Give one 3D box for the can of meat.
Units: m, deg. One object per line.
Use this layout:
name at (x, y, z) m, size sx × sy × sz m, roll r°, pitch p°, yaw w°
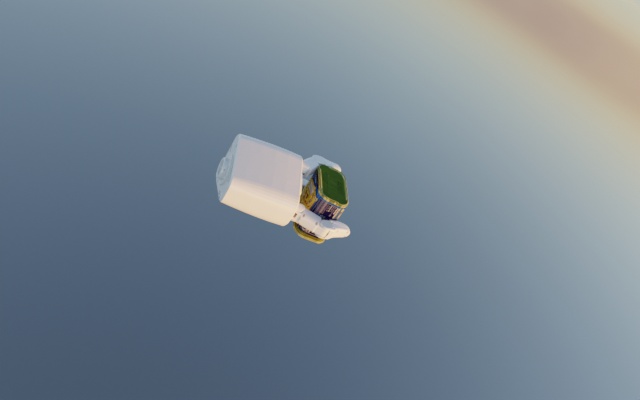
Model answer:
can of meat at (0.000, 0.002, 0.768) m, size 0.057 × 0.084 × 0.102 m, roll 23°, pitch 33°, yaw -19°
